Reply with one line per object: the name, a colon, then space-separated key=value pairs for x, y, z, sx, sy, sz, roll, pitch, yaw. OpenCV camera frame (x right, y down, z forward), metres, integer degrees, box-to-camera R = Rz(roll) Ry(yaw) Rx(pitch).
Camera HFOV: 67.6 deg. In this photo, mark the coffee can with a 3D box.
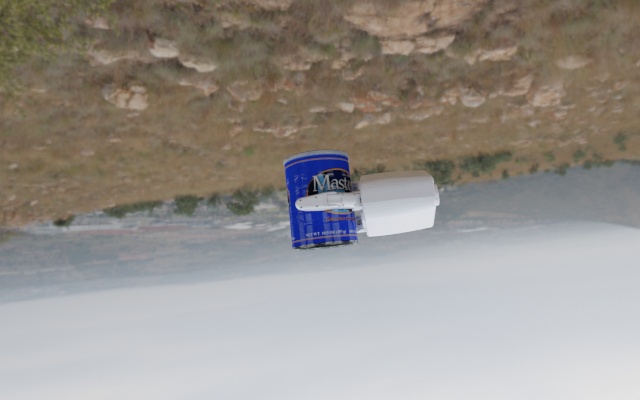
coffee can: x=0.000 y=0.002 z=0.739 sx=0.103 sy=0.140 sz=0.103 roll=-6 pitch=-9 yaw=-1
